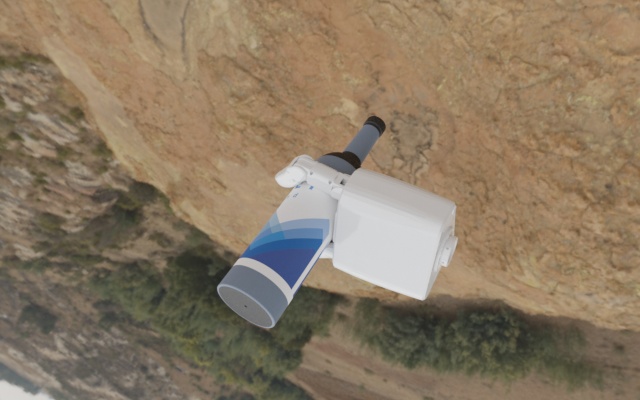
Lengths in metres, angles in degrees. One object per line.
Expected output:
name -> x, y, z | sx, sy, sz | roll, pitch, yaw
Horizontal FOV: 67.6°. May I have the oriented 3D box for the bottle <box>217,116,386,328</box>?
bottle -> 0.000, 0.002, 0.536 | 0.069, 0.069, 0.295 | 0, 43, 42
